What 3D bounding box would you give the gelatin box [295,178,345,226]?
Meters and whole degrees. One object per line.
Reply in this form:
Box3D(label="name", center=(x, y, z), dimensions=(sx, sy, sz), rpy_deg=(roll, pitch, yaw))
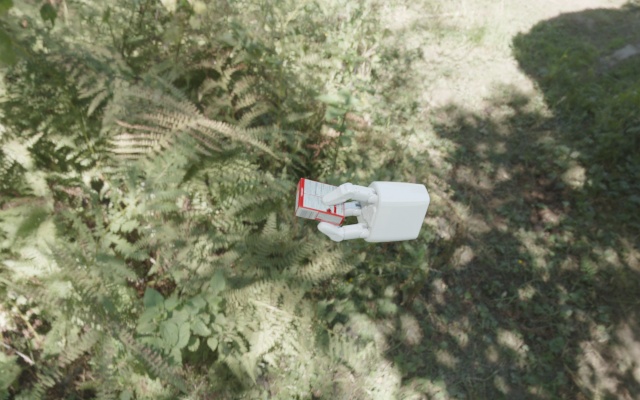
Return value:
Box3D(label="gelatin box", center=(0.000, 0.003, 0.878), dimensions=(0.089, 0.073, 0.030), rpy_deg=(14, -43, -13))
